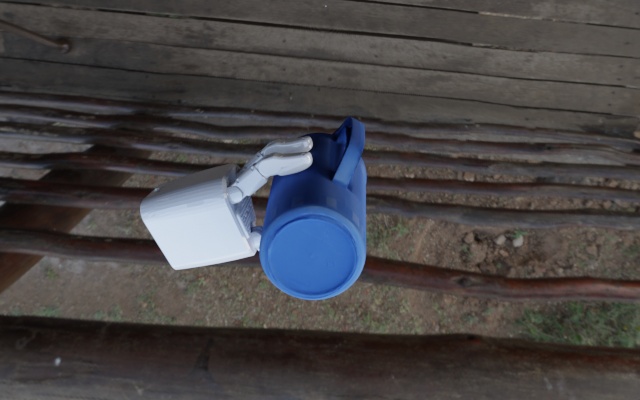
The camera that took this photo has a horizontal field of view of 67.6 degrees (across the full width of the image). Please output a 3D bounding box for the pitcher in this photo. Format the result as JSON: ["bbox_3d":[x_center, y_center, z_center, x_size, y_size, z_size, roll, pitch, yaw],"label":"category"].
[{"bbox_3d":[0.000,0.002,0.577,0.145,0.149,0.242,-14,21,7],"label":"pitcher"}]
